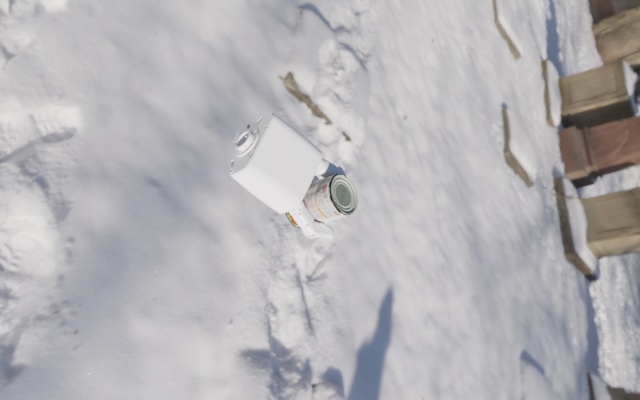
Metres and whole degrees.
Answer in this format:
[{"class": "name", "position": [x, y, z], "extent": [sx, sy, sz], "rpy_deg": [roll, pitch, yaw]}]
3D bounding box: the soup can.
[{"class": "soup can", "position": [0.001, 0.003, 0.766], "extent": [0.102, 0.068, 0.068], "rpy_deg": [-18, -12, 39]}]
